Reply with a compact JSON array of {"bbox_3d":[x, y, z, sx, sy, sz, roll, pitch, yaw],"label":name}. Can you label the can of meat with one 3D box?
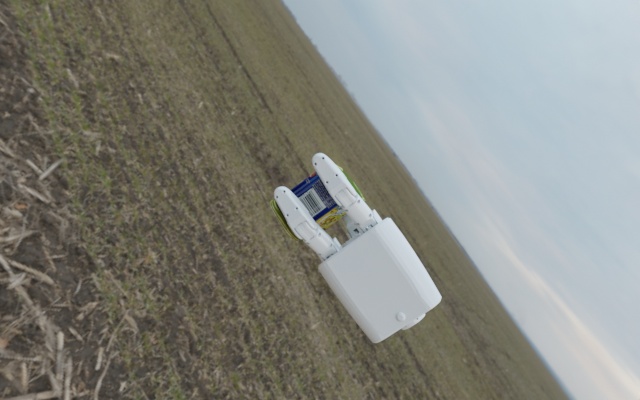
[{"bbox_3d":[0.000,0.002,0.569,0.084,0.057,0.102,-36,-11,11],"label":"can of meat"}]
